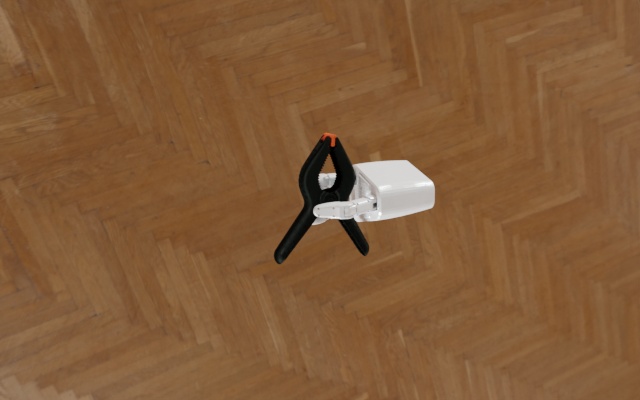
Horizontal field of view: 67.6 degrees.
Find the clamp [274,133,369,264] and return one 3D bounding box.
[{"bbox_3d":[0.001,0.002,0.745,0.164,0.210,0.036,-10,16,-24],"label":"clamp"}]
